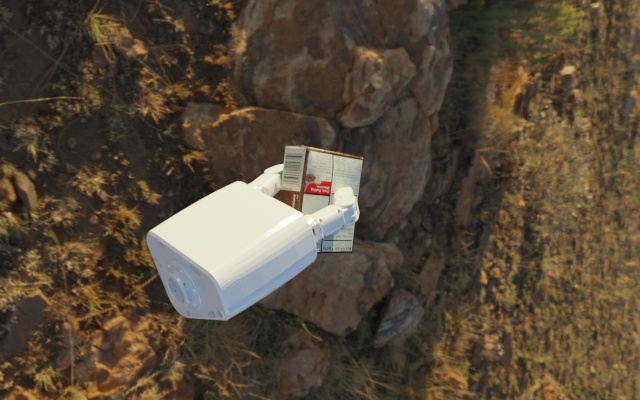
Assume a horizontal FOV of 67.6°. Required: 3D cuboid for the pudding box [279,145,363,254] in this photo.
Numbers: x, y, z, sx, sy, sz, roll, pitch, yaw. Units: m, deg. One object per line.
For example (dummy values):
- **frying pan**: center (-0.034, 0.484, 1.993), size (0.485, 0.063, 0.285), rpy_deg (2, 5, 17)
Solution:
- **pudding box**: center (0.000, 0.002, 0.520), size (0.039, 0.113, 0.090), rpy_deg (10, 4, 44)
